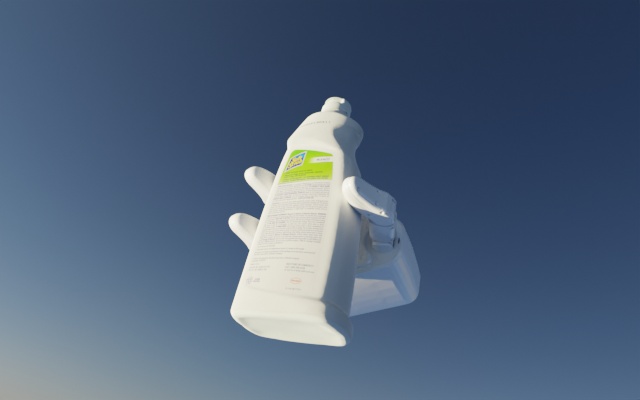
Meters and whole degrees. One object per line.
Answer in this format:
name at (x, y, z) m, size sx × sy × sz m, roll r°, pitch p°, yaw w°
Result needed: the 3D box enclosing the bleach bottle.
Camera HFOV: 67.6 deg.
bleach bottle at (0.000, 0.001, 0.450) m, size 0.102 × 0.250 × 0.068 m, roll -1°, pitch -34°, yaw 24°
